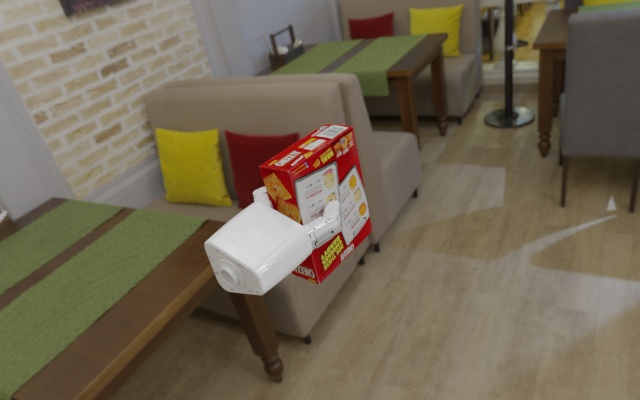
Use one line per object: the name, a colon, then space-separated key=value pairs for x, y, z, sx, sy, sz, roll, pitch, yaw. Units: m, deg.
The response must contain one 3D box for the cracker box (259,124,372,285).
cracker box: x=0.000 y=0.002 z=0.794 sx=0.072 sy=0.214 sz=0.164 roll=14 pitch=39 yaw=38
